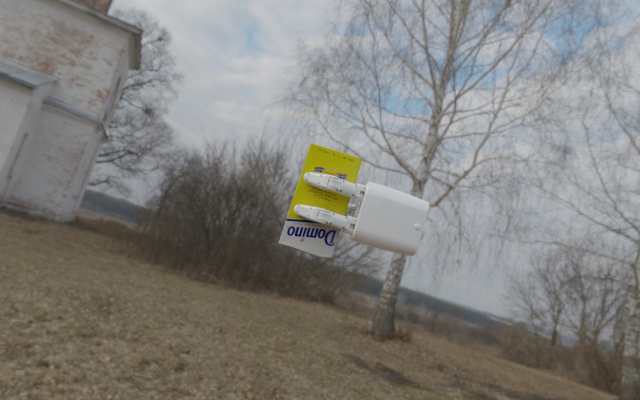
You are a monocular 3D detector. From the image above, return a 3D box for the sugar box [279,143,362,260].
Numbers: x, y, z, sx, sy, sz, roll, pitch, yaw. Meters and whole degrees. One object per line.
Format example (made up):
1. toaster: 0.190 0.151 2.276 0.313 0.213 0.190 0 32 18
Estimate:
1. sugar box: 0.000 0.003 0.799 0.093 0.176 0.048 17 -7 0
